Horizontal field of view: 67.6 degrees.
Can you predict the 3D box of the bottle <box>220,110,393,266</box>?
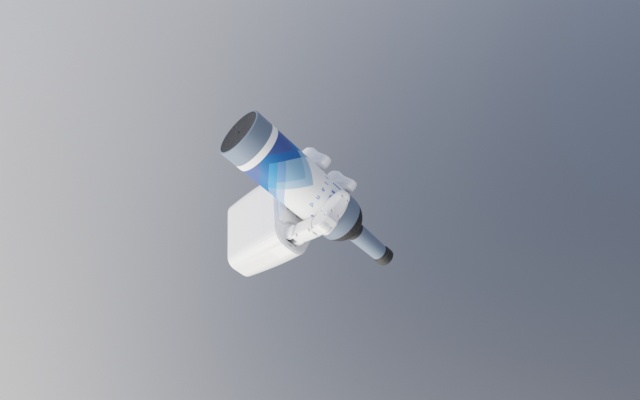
[{"bbox_3d":[0.000,0.002,0.637,0.296,0.069,0.069,41,-23,-30],"label":"bottle"}]
